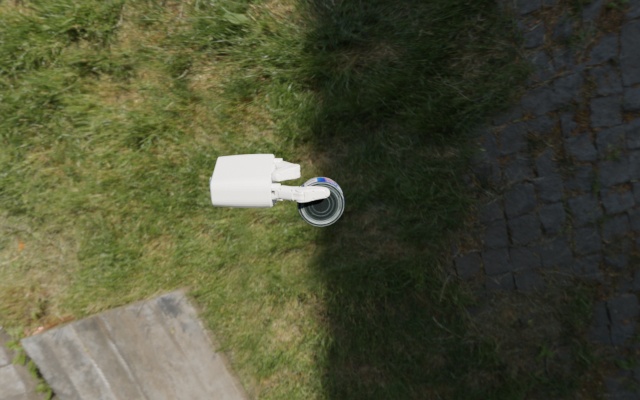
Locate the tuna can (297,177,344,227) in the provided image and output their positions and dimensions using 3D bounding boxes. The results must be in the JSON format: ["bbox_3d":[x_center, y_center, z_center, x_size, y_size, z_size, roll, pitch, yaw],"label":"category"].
[{"bbox_3d":[0.000,0.003,0.862,0.086,0.086,0.033,0,17,-4],"label":"tuna can"}]
